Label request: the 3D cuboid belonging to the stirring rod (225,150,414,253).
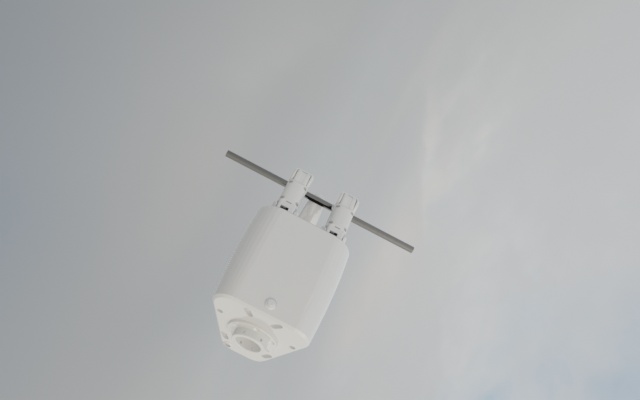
[{"bbox_3d":[0.000,0.002,0.548,0.239,0.011,0.011,28,-1,-2],"label":"stirring rod"}]
